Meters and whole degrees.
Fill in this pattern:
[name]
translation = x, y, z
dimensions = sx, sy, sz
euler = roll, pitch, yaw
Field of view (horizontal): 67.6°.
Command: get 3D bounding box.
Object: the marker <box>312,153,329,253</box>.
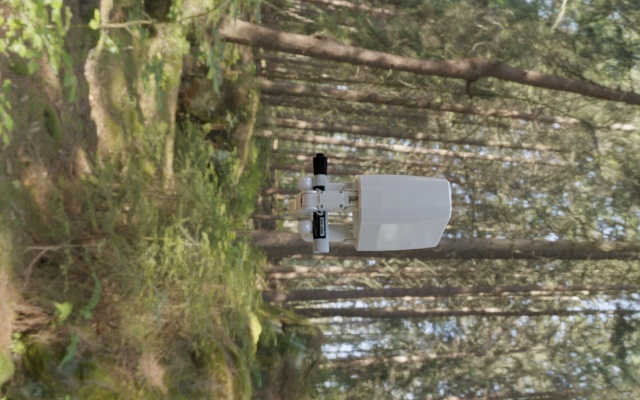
[marker]
translation = 0.000, 0.002, 0.573
dimensions = 0.020, 0.121, 0.020
euler = 0, -12, 0
